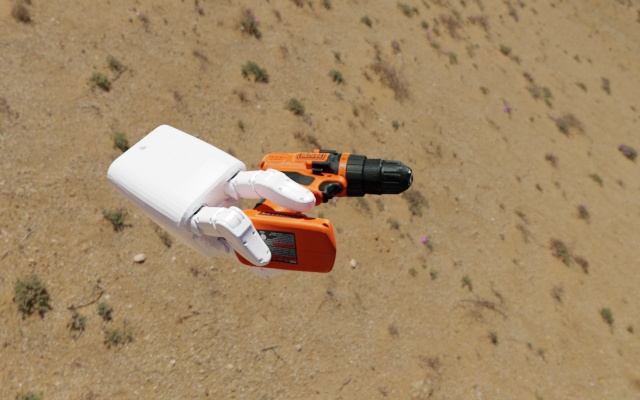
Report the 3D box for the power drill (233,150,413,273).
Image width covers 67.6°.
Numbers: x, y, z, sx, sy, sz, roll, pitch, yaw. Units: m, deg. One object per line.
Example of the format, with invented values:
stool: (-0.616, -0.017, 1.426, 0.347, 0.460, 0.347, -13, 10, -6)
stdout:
power drill: (0.000, 0.002, 0.512, 0.184, 0.057, 0.187, 2, 27, 15)
